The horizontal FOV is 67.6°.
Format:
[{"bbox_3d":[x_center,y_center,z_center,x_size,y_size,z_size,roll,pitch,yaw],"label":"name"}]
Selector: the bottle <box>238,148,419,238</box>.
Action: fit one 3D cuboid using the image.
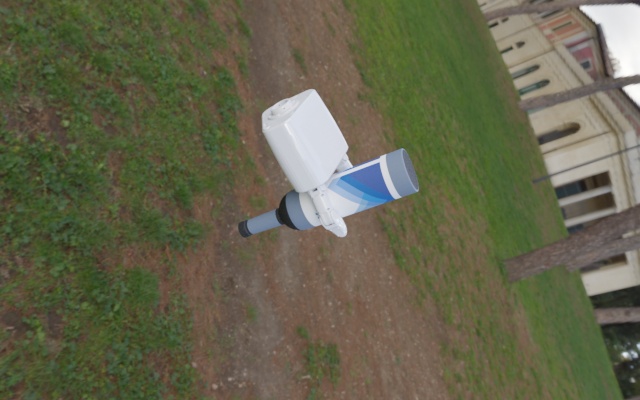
[{"bbox_3d":[0.000,0.002,0.739,0.296,0.069,0.069,-20,-8,21],"label":"bottle"}]
